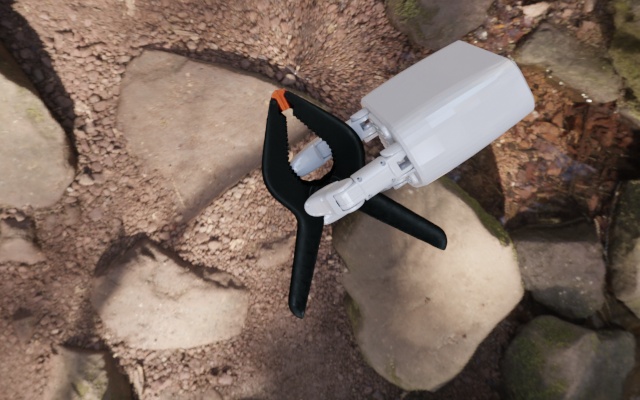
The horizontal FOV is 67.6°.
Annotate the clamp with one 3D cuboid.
[{"bbox_3d":[0.000,0.001,0.436,0.164,0.210,0.036,-33,14,3],"label":"clamp"}]
